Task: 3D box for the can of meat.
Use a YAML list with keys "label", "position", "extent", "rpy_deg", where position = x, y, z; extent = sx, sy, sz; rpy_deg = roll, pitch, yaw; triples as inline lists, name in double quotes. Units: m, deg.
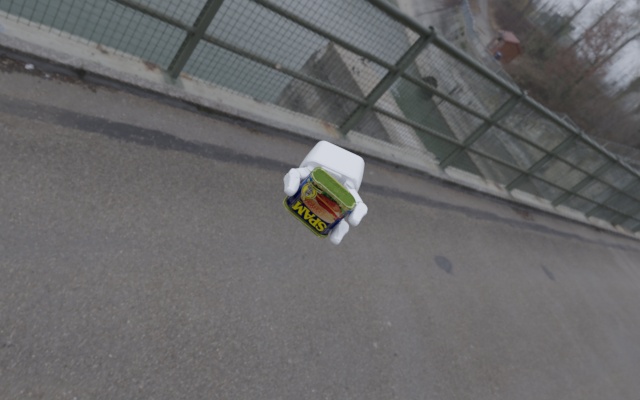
- label: "can of meat"
  position: [0.000, 0.003, 0.838]
  extent: [0.084, 0.102, 0.057]
  rpy_deg: [-46, 7, 30]
